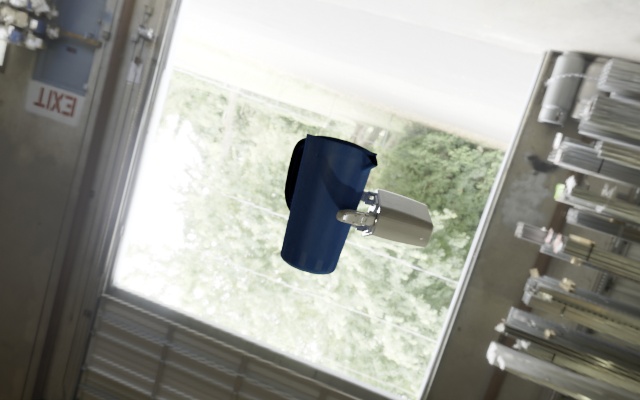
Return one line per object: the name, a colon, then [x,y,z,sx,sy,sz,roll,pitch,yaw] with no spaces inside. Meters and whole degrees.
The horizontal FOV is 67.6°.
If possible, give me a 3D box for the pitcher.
pitcher: [0.000,0.003,0.881,0.145,0.243,0.149,16,8,-8]
